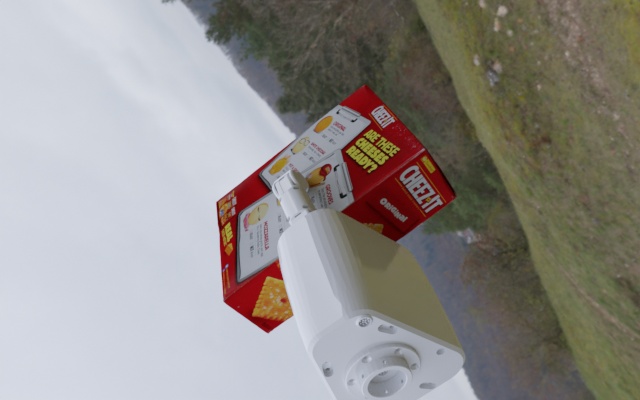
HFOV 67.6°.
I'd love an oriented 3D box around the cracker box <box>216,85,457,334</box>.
[{"bbox_3d":[0.000,0.002,0.470,0.214,0.072,0.164,-37,33,10],"label":"cracker box"}]
